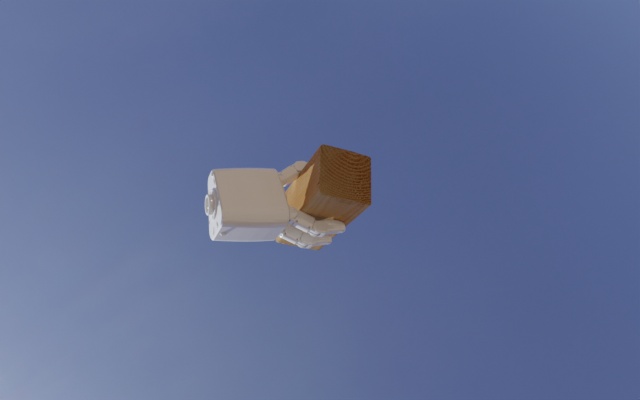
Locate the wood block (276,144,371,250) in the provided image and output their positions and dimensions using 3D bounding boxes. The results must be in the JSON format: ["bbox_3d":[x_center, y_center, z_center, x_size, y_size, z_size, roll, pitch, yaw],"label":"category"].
[{"bbox_3d":[0.000,0.002,0.814,0.090,0.090,0.206,13,-29,-19],"label":"wood block"}]
